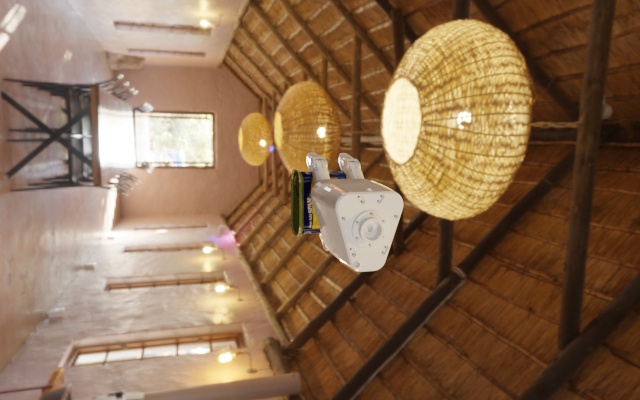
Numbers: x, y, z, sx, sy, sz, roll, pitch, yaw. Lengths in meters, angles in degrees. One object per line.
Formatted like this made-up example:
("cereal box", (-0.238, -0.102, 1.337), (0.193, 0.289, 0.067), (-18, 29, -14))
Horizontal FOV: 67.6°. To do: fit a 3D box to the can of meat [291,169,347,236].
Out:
("can of meat", (0.000, 0.003, 0.749), (0.084, 0.102, 0.057), (-1, 6, -16))
